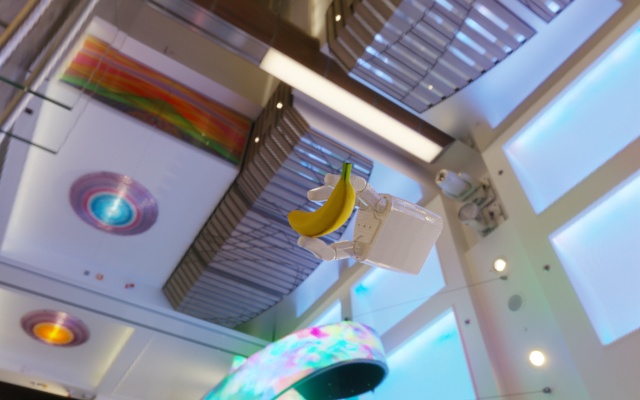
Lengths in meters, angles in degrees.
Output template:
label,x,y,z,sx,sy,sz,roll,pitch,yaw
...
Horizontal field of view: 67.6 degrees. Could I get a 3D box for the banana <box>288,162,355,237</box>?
label,x,y,z,sx,sy,sz,roll,pitch,yaw
banana,0.001,0.018,0.684,0.037,0.069,0.198,14,-28,-24
